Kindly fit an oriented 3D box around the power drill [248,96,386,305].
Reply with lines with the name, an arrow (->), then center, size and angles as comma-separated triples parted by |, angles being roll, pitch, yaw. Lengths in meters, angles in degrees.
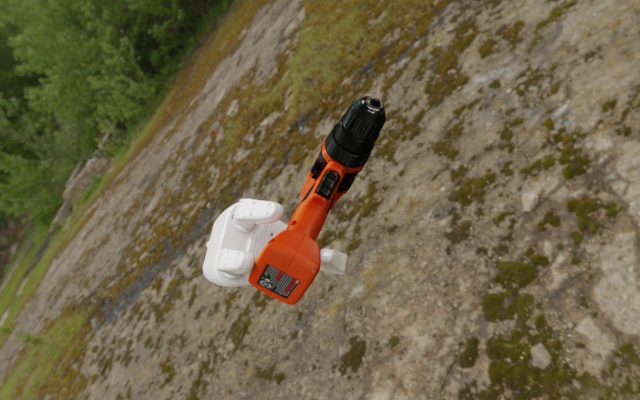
power drill -> 0.000, 0.002, 0.493 | 0.057, 0.187, 0.184 | 28, -38, 0
